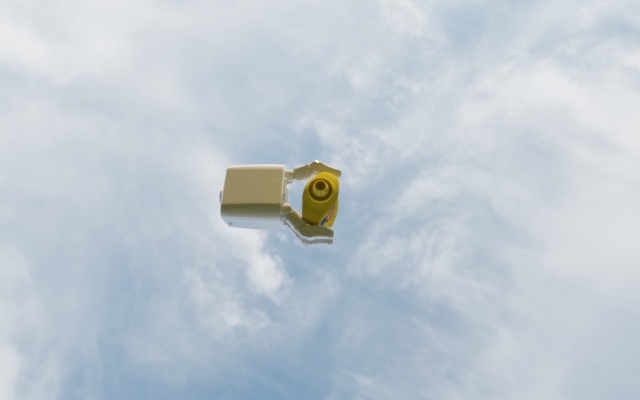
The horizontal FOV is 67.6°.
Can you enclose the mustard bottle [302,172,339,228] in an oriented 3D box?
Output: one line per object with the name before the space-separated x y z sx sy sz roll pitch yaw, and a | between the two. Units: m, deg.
mustard bottle | 0.000 0.003 0.837 0.058 0.096 0.192 25 -14 8
